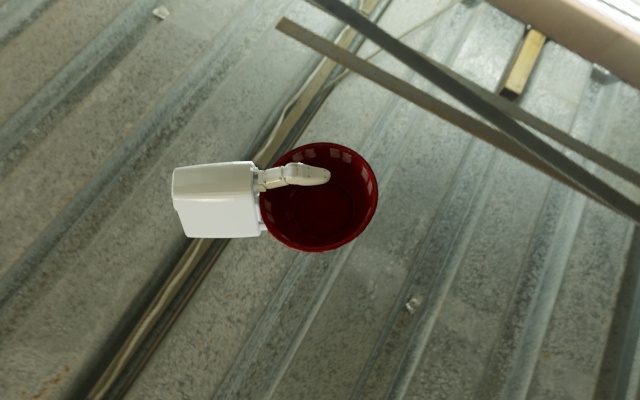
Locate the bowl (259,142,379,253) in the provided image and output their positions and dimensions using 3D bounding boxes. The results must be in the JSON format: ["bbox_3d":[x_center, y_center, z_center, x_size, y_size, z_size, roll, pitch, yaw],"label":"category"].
[{"bbox_3d":[0.001,0.002,0.657,0.162,0.162,0.055,0,-24,10],"label":"bowl"}]
